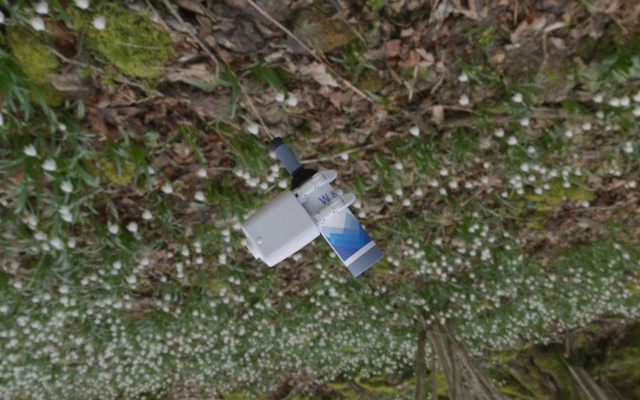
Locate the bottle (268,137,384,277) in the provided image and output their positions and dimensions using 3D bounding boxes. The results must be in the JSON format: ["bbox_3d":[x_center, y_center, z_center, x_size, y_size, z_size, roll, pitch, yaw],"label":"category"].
[{"bbox_3d":[0.000,0.003,0.881,0.069,0.295,0.069,-36,-9,-7],"label":"bottle"}]
